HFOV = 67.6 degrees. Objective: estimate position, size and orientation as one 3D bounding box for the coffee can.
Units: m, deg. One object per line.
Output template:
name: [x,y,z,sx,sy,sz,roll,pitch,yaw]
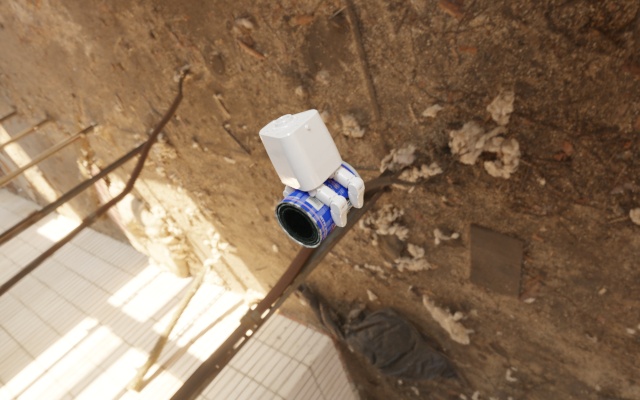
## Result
coffee can: [0.000,0.003,0.873,0.103,0.103,0.140,0,36,46]
